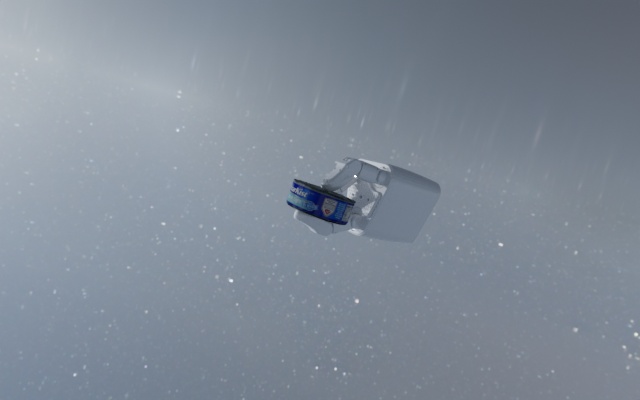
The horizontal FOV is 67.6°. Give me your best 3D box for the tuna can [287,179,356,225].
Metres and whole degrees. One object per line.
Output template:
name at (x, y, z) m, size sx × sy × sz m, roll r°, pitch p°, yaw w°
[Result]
tuna can at (0.000, 0.003, 0.617) m, size 0.086 × 0.034 × 0.086 m, roll 20°, pitch 5°, yaw -2°
